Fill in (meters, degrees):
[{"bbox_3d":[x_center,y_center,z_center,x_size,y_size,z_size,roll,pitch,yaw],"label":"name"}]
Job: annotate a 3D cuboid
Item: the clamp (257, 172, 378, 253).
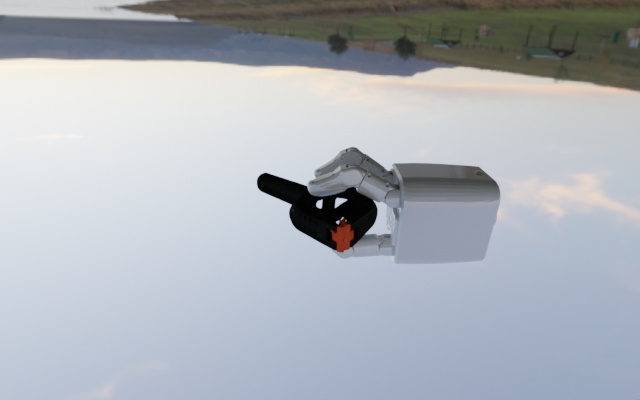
[{"bbox_3d":[0.000,0.003,0.544,0.164,0.036,0.210,-1,20,1],"label":"clamp"}]
